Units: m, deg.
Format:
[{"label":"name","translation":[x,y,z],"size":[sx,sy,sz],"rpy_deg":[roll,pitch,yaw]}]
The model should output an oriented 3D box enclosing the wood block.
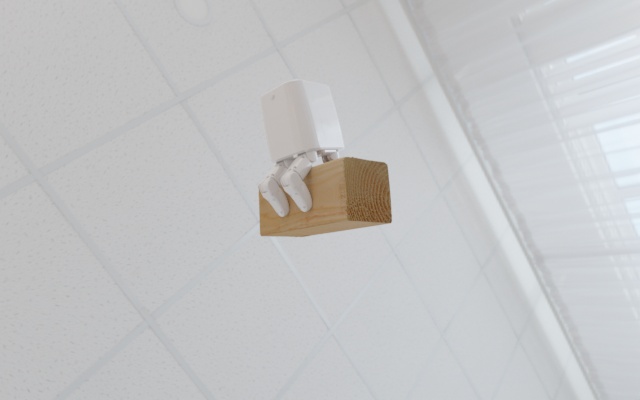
[{"label":"wood block","translation":[0.000,0.002,0.731],"size":[0.091,0.090,0.206],"rpy_deg":[4,-11,-40]}]
